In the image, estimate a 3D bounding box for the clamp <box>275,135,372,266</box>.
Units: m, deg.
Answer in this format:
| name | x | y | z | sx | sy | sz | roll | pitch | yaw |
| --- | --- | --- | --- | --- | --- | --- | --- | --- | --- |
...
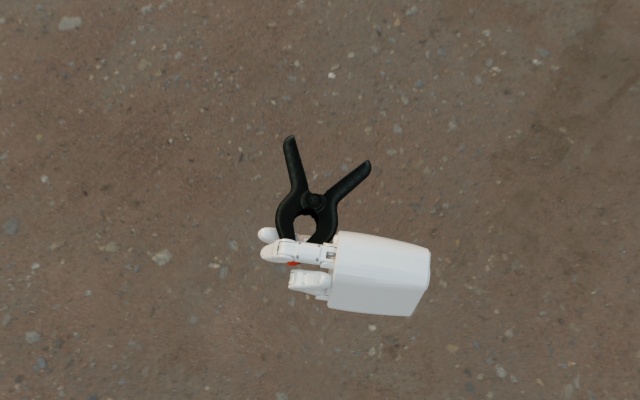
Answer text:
| name | x | y | z | sx | sy | sz | roll | pitch | yaw |
| --- | --- | --- | --- | --- | --- | --- | --- | --- | --- |
| clamp | 0.000 | 0.002 | 0.607 | 0.120 | 0.171 | 0.039 | 8 | -19 | 1 |
